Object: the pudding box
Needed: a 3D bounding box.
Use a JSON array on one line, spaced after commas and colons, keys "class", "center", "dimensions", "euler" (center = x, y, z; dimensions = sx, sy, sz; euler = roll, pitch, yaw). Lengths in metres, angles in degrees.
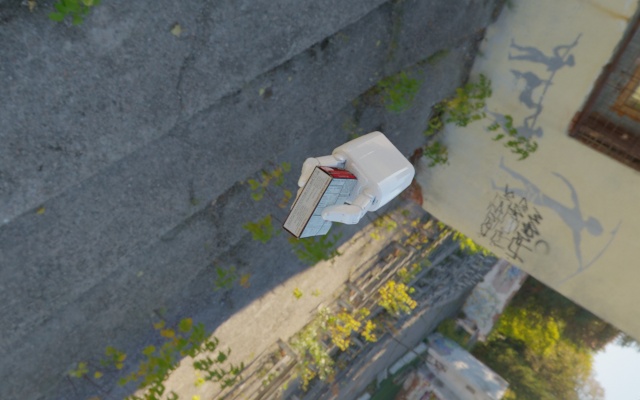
[{"class": "pudding box", "center": [0.000, 0.002, 0.732], "dimensions": [0.039, 0.113, 0.090], "euler": [35, 16, 24]}]
